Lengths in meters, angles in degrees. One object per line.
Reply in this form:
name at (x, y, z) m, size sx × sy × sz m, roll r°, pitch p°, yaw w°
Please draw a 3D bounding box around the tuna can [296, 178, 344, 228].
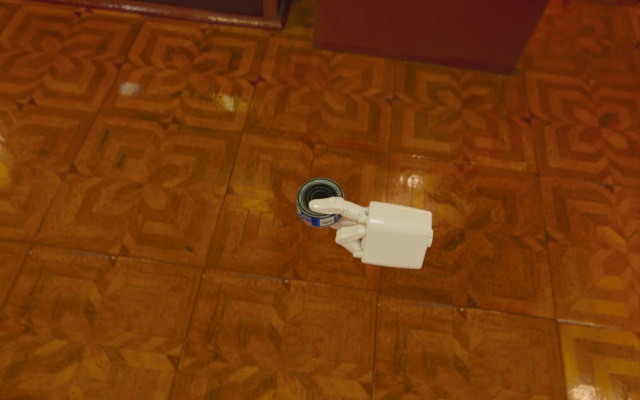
tuna can at (0.000, 0.002, 0.842) m, size 0.086 × 0.086 × 0.034 m, roll 0°, pitch -33°, yaw 3°
